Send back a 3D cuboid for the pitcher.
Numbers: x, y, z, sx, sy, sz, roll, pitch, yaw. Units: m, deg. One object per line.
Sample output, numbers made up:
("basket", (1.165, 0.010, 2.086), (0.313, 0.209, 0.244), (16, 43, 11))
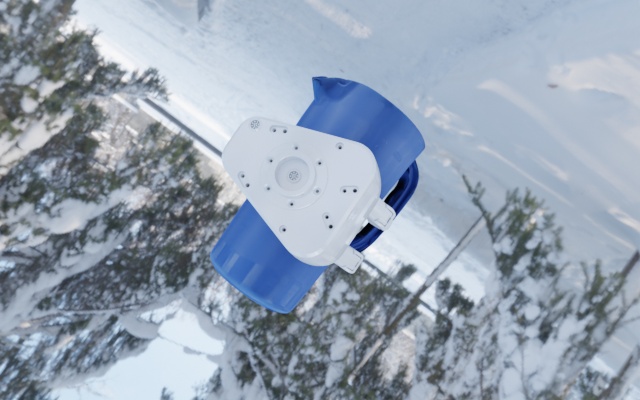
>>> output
("pitcher", (0.000, 0.002, 0.526), (0.149, 0.243, 0.145), (36, -4, 11))
